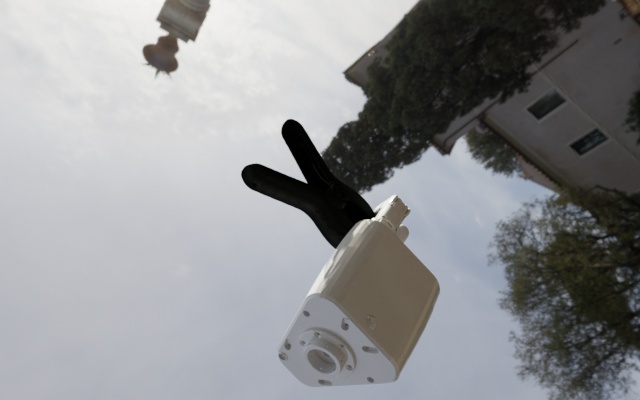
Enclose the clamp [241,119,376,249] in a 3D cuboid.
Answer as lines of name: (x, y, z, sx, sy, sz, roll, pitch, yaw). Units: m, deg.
clamp: (0.000, 0.002, 0.466, 0.039, 0.171, 0.120, -42, 3, 40)
